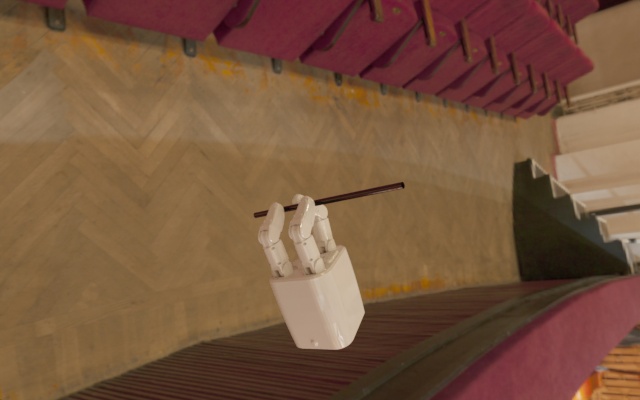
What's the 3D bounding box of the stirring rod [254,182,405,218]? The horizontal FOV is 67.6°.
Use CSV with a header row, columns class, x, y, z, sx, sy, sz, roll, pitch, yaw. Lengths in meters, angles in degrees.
class,x,y,z,sx,sy,sz,roll,pitch,yaw
stirring rod,0.000,0.002,0.616,0.239,0.011,0.011,-12,-7,37
